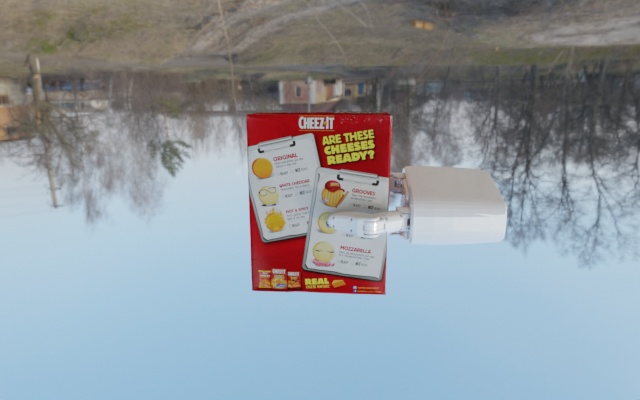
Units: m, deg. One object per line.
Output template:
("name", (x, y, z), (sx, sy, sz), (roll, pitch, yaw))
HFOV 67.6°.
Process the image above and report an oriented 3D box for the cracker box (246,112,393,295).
("cracker box", (0.000, 0.002, 0.577), (0.164, 0.214, 0.072), (1, 13, 4))
